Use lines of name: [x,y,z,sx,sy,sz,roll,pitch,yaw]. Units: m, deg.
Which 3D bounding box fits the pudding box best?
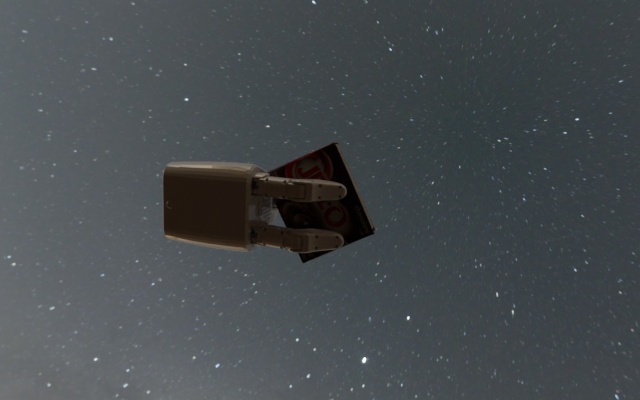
pudding box: [0.000,0.002,0.544,0.090,0.113,0.039,-24,4,13]
